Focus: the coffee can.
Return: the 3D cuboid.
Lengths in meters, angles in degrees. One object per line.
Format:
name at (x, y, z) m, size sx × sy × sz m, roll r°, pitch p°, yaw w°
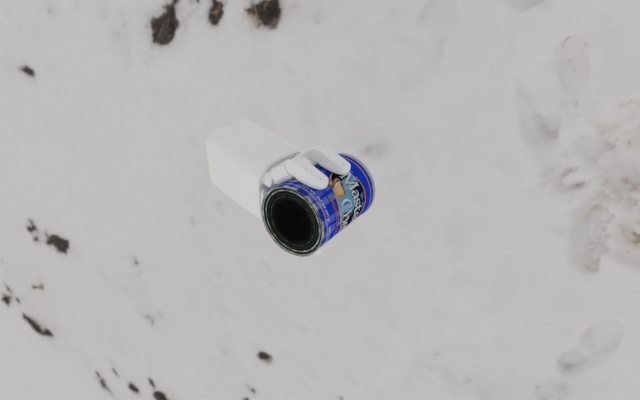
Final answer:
coffee can at (0.000, 0.002, 0.678) m, size 0.103 × 0.103 × 0.140 m, roll 0°, pitch 22°, yaw 37°
